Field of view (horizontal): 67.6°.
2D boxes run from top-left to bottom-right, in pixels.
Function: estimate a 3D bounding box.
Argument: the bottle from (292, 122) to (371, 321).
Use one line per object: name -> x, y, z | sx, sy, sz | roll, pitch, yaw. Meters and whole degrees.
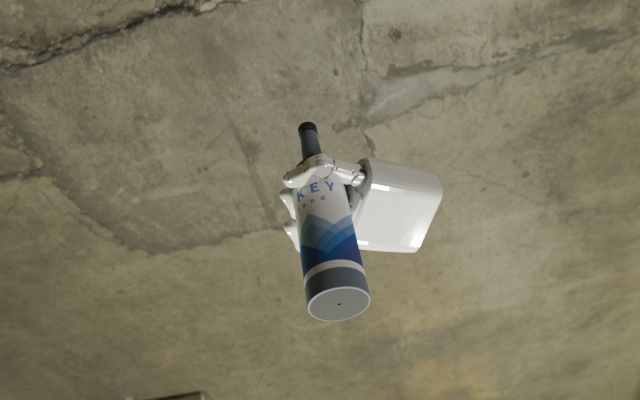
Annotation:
bottle -> 0.000, 0.002, 0.591 | 0.069, 0.295, 0.069 | -5, -43, -5
